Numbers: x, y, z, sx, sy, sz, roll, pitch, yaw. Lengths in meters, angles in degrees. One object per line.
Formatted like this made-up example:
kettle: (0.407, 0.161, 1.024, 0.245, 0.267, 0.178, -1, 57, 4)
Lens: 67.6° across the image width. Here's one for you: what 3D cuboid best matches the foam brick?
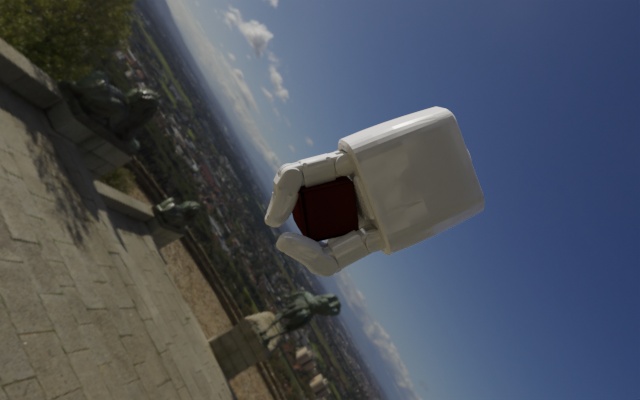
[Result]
foam brick: (0.000, 0.001, 0.473, 0.051, 0.053, 0.078, -13, 19, -11)
